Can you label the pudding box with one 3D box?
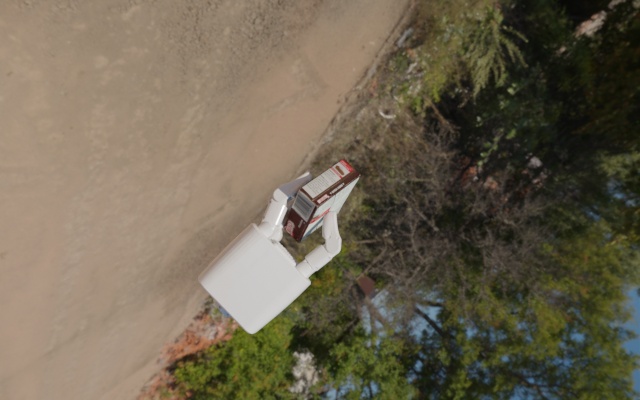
[{"bbox_3d":[0.000,0.002,0.676,0.090,0.039,0.113,-37,-13,-31],"label":"pudding box"}]
